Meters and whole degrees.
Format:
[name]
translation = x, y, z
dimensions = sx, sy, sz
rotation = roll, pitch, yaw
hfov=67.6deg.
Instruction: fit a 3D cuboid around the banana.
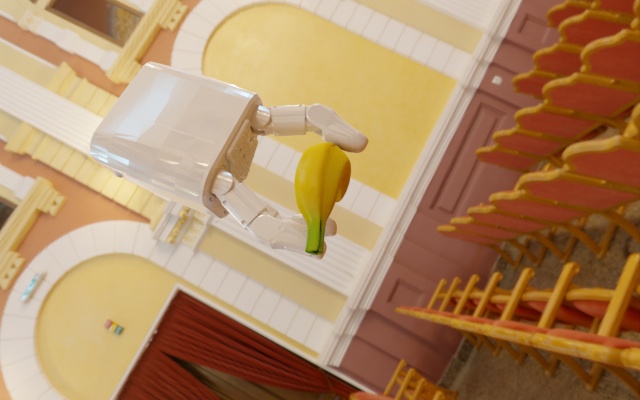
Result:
[banana]
translation = 0.003, -0.016, 0.406
dimensions = 0.037, 0.069, 0.197
rotation = 12, 13, 6
